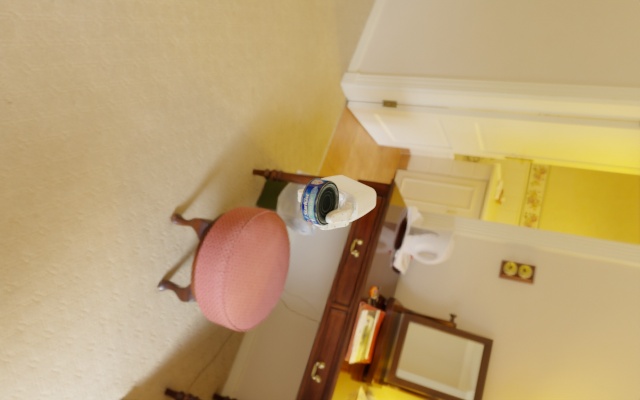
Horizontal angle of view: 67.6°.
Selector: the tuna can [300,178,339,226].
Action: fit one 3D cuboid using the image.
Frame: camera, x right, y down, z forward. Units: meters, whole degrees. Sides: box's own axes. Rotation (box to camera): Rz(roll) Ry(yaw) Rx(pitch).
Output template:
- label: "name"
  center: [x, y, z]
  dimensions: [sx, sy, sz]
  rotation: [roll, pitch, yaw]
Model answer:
- label: "tuna can"
  center: [0.001, 0.003, 0.883]
  dimensions: [0.034, 0.086, 0.086]
  rotation: [12, 6, 31]
